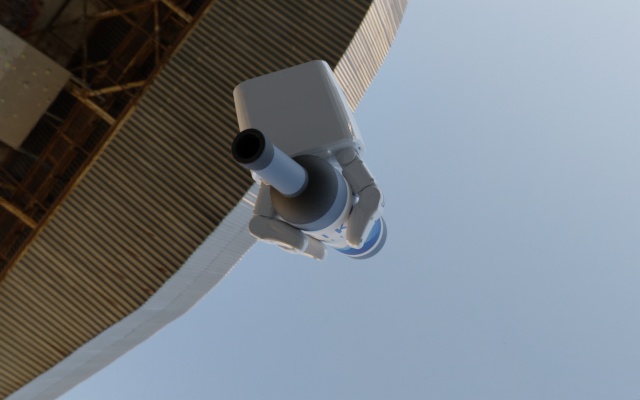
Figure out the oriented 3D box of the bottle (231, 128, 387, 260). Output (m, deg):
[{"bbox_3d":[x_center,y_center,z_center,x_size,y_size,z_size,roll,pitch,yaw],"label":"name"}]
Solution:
[{"bbox_3d":[0.000,0.002,0.465,0.069,0.069,0.296,0,-16,21],"label":"bottle"}]
